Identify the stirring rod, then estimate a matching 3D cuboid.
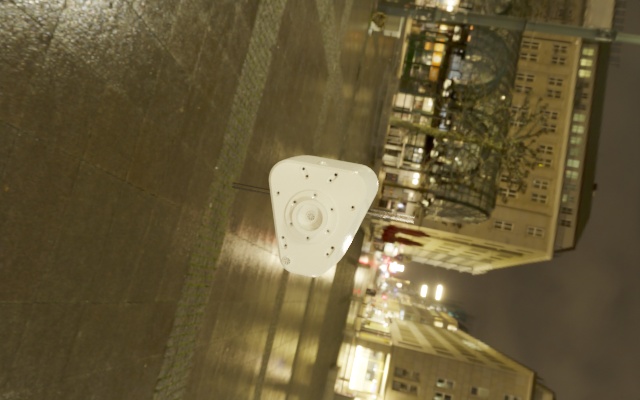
[{"bbox_3d":[0.000,0.002,0.615,0.239,0.011,0.011,11,2,9],"label":"stirring rod"}]
